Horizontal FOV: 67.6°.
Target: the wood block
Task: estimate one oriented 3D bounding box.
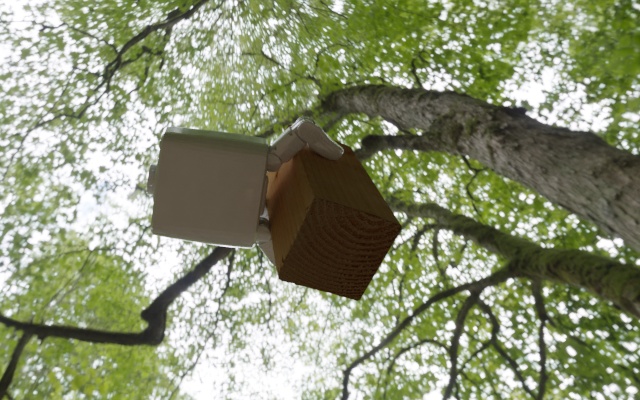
[{"bbox_3d":[0.000,0.001,0.518,0.090,0.091,0.206,19,22,-19],"label":"wood block"}]
